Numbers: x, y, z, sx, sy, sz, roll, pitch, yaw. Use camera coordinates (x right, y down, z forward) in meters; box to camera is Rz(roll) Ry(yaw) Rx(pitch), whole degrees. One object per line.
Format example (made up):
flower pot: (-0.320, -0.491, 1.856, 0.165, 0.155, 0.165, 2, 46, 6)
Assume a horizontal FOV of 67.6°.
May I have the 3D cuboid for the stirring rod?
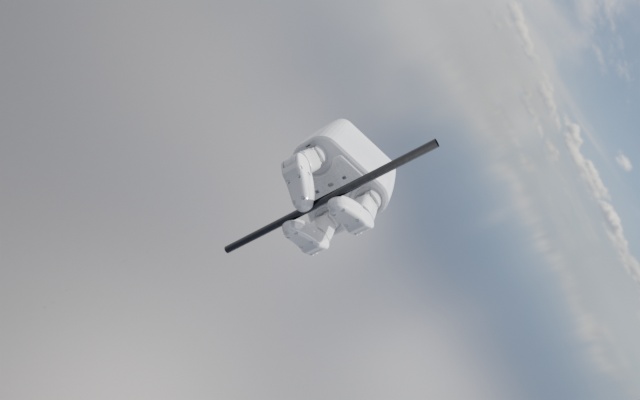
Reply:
stirring rod: (0.000, 0.001, 0.450, 0.239, 0.011, 0.011, -27, -12, 24)
